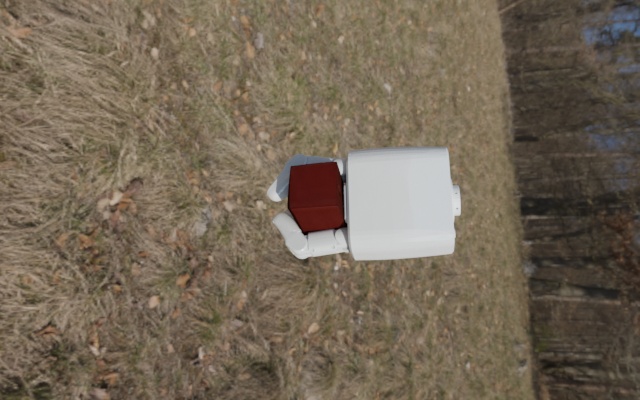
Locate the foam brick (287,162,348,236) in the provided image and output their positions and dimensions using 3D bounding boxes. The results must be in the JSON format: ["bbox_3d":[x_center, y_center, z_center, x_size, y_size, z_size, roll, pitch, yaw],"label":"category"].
[{"bbox_3d":[0.000,0.002,0.511,0.051,0.053,0.078,-5,-29,11],"label":"foam brick"}]
